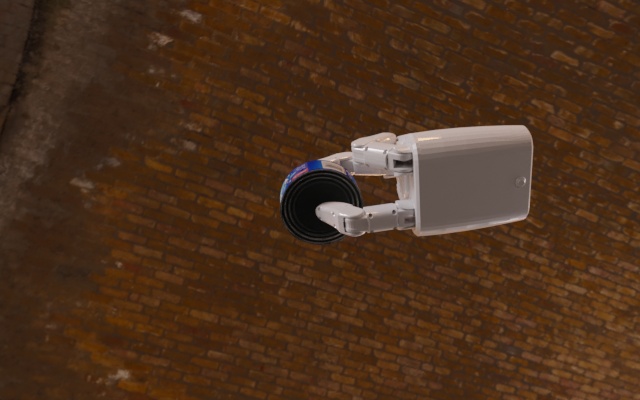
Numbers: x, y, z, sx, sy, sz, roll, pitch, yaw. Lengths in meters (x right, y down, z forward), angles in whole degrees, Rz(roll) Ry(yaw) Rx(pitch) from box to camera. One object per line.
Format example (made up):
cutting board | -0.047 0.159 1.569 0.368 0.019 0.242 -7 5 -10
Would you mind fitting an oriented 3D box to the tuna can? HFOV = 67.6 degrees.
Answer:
tuna can | 0.000 0.001 0.501 0.086 0.086 0.033 0 25 -6
